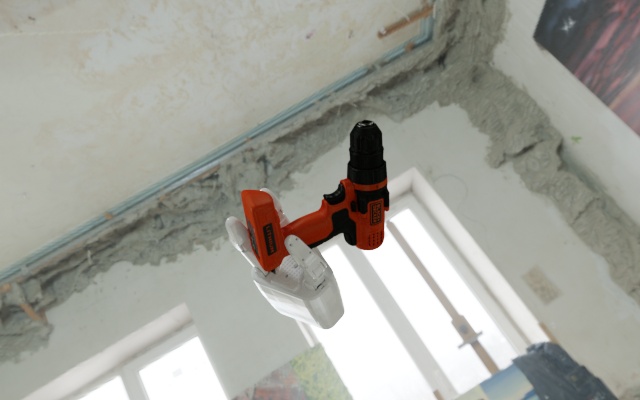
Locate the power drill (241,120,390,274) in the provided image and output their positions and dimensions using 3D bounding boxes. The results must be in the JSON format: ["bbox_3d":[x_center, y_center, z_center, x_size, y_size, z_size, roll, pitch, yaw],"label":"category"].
[{"bbox_3d":[0.000,0.002,0.600,0.187,0.184,0.057,-15,30,-17],"label":"power drill"}]
